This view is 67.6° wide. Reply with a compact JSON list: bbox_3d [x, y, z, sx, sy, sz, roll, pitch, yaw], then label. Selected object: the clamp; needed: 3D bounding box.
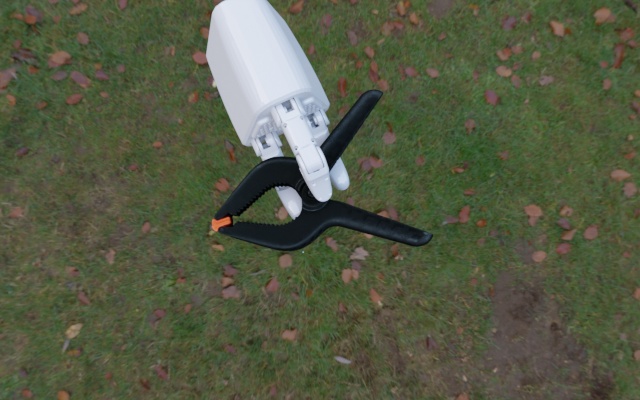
[{"bbox_3d":[0.000,0.001,0.472,0.210,0.164,0.036,-25,-5,-4],"label":"clamp"}]
